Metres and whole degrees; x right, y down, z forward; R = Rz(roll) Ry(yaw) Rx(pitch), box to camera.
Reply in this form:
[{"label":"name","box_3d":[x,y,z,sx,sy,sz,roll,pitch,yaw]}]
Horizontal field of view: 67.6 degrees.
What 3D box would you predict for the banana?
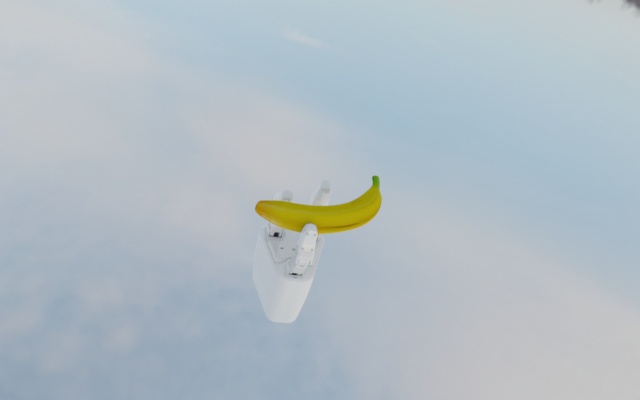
[{"label":"banana","box_3d":[0.012,0.014,0.641,0.198,0.037,0.069,-12,50,-30]}]
